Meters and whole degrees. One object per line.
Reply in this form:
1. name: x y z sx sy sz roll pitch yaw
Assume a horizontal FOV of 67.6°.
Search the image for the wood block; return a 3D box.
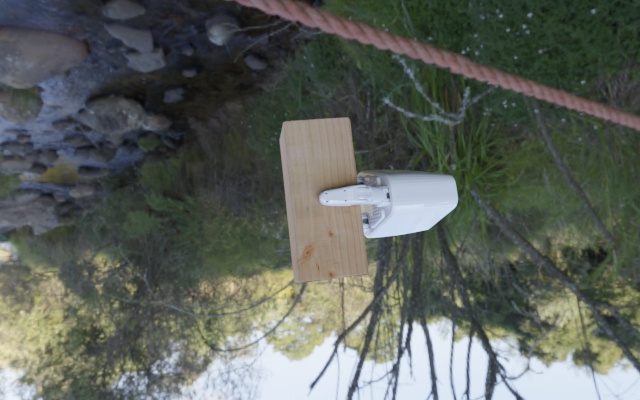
1. wood block: 0.001 0.002 0.645 0.090 0.206 0.091 -5 -8 -10
